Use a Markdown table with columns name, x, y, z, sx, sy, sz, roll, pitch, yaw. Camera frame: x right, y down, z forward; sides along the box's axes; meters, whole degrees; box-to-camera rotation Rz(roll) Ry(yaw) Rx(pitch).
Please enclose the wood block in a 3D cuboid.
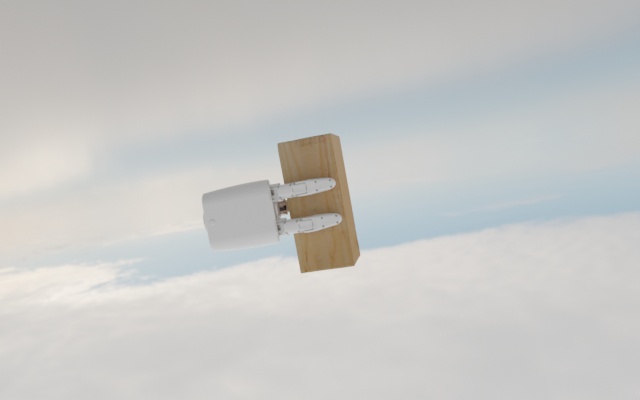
| name | x | y | z | sx | sy | sz | roll | pitch | yaw |
| --- | --- | --- | --- | --- | --- | --- | --- | --- | --- |
| wood block | 0.000 | 0.003 | 0.775 | 0.090 | 0.206 | 0.091 | -10 | 3 | 11 |
